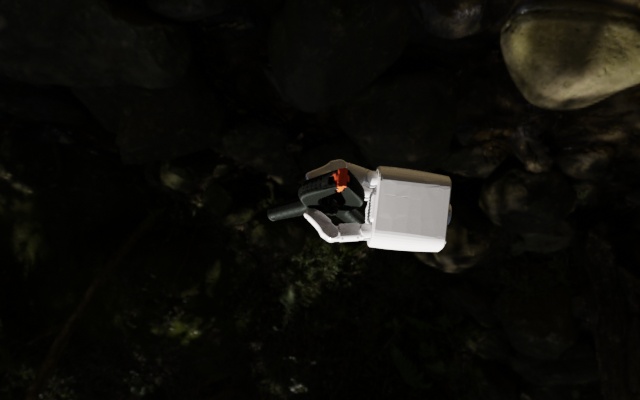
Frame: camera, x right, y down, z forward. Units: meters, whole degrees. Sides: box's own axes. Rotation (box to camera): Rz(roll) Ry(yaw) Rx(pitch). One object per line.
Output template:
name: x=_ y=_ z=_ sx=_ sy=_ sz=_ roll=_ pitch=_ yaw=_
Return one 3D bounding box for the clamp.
clamp: x=0.000 y=0.003 z=0.707 sx=0.164 sy=0.036 sz=0.210 roll=4 pitch=-19 yaw=-2
